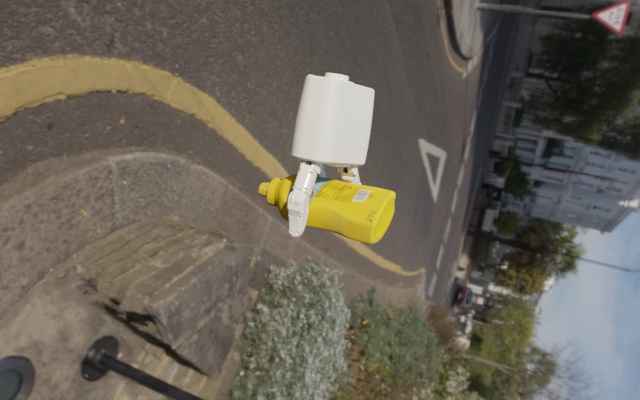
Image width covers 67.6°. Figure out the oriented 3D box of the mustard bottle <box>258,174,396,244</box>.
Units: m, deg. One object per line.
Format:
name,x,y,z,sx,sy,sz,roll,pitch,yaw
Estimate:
mustard bottle,0.000,0.003,0.663,0.191,0.058,0.096,13,35,21
